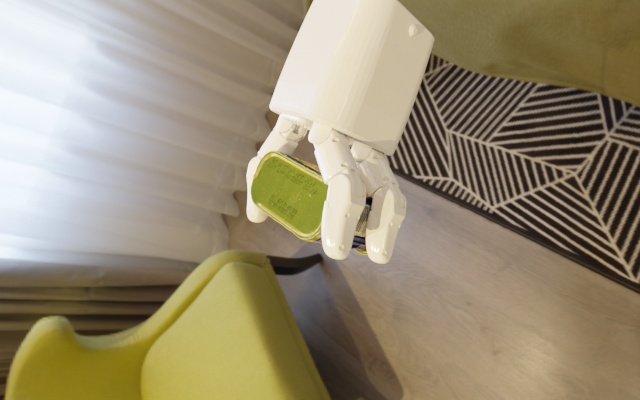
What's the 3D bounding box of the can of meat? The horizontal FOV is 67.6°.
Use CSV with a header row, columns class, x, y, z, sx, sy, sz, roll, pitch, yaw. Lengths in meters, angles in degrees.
class,x,y,z,sx,sy,sz,roll,pitch,yaw
can of meat,0.000,0.001,0.415,0.102,0.057,0.084,31,9,40
